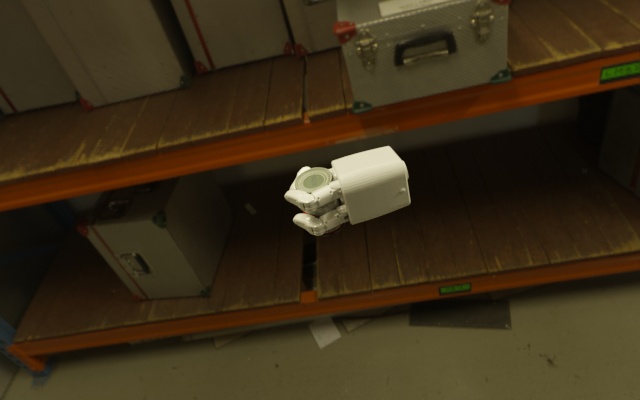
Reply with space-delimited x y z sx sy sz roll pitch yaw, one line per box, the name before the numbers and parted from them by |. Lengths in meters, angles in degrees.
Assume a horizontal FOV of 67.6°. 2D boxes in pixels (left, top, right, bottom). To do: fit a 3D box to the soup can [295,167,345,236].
soup can | 0.000 0.003 0.819 0.068 0.102 0.068 -10 41 9
